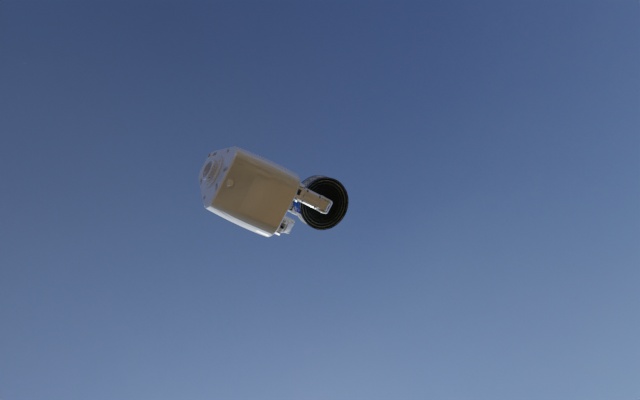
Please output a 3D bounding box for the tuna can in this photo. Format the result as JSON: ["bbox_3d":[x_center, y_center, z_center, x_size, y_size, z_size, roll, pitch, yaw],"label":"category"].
[{"bbox_3d":[0.000,0.002,0.771,0.086,0.086,0.033,0,12,-26],"label":"tuna can"}]
